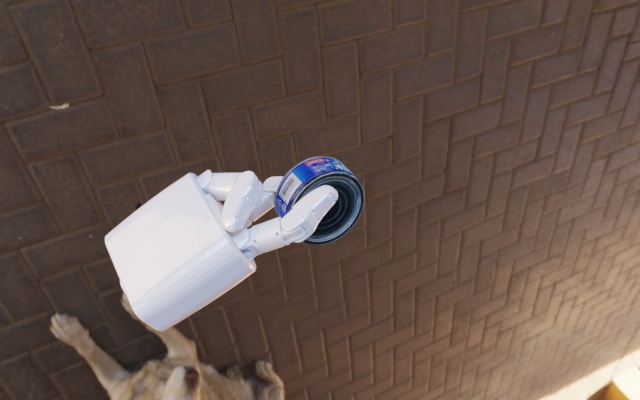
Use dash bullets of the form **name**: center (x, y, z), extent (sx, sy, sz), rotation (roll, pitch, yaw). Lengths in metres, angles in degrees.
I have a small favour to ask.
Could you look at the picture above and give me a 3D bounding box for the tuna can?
- **tuna can**: center (0.000, 0.002, 0.472), extent (0.086, 0.086, 0.033), rotation (0, 29, -31)
